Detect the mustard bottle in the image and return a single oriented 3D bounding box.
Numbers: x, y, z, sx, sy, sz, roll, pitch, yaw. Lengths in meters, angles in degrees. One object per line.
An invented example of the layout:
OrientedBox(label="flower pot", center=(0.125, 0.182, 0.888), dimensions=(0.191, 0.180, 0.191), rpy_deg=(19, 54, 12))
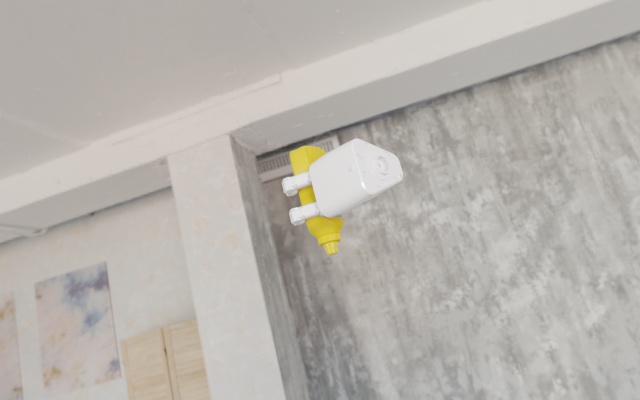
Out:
OrientedBox(label="mustard bottle", center=(0.000, 0.003, 0.854), dimensions=(0.058, 0.191, 0.096), rpy_deg=(-20, -15, 22))
